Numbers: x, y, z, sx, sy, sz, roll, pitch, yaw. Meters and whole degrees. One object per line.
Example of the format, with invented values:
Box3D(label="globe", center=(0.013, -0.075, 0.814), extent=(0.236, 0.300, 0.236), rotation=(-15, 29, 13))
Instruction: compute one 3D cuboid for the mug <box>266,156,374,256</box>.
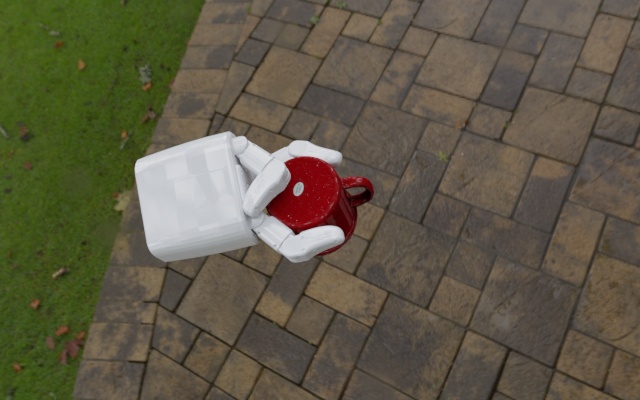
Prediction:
Box3D(label="mug", center=(0.001, 0.001, 0.513), extent=(0.117, 0.093, 0.081), rotation=(-14, -25, 7))
